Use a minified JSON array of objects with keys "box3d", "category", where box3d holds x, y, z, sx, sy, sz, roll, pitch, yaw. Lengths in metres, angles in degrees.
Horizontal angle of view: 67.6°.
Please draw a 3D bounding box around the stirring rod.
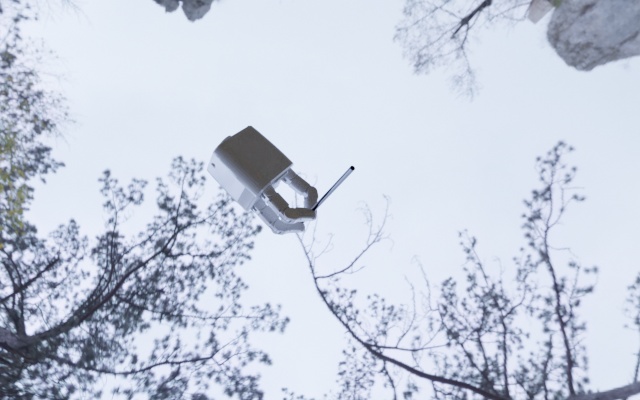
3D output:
[{"box3d":[0.000,0.002,0.776,0.011,0.011,0.240,0,-24,-24],"category":"stirring rod"}]
